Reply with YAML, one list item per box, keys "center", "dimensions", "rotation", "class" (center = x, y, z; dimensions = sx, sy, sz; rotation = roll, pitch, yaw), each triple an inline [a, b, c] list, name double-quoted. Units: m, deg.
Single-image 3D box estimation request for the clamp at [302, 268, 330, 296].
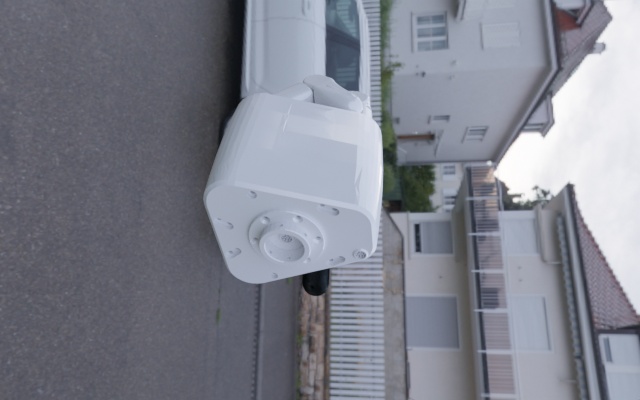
- center: [0.001, 0.001, 0.447]
  dimensions: [0.039, 0.172, 0.120]
  rotation: [-2, 40, 8]
  class: "clamp"
